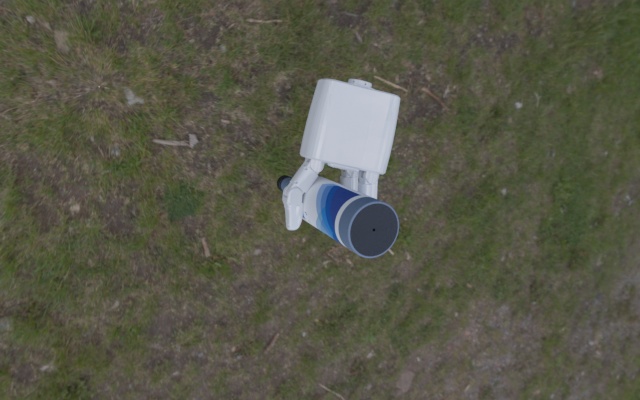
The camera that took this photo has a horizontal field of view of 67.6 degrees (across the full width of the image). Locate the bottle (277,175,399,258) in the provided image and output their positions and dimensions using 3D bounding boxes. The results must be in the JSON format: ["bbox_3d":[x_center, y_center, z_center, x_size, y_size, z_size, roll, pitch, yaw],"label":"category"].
[{"bbox_3d":[0.000,0.002,0.665,0.069,0.069,0.295,0,12,-25],"label":"bottle"}]
